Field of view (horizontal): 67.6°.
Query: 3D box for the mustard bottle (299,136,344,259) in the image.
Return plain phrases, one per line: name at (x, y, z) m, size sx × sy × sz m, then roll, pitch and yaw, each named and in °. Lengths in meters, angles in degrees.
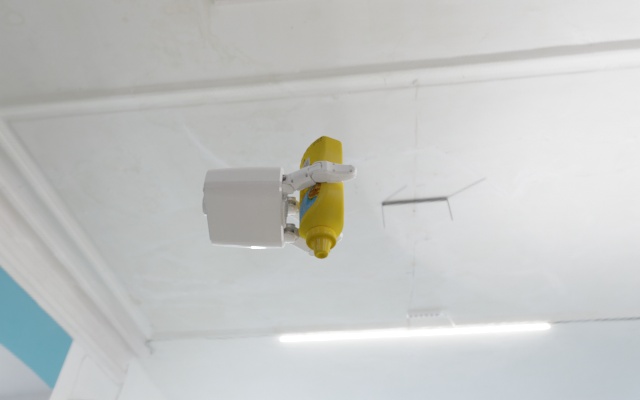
mustard bottle at (0.000, 0.001, 0.678) m, size 0.058 × 0.191 × 0.096 m, roll 18°, pitch -47°, yaw -18°
